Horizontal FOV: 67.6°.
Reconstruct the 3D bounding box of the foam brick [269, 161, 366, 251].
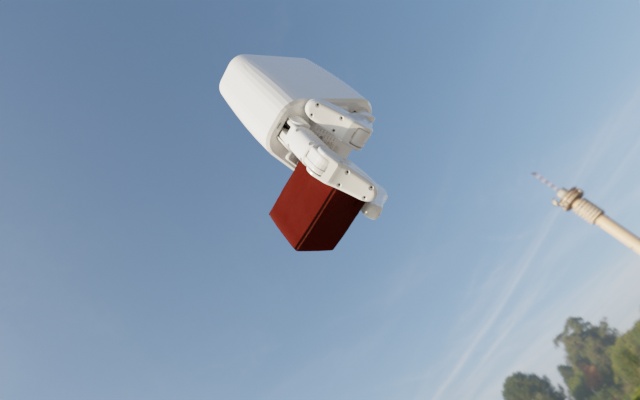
[{"bbox_3d":[0.000,0.002,0.439,0.053,0.078,0.051,8,30,-49],"label":"foam brick"}]
